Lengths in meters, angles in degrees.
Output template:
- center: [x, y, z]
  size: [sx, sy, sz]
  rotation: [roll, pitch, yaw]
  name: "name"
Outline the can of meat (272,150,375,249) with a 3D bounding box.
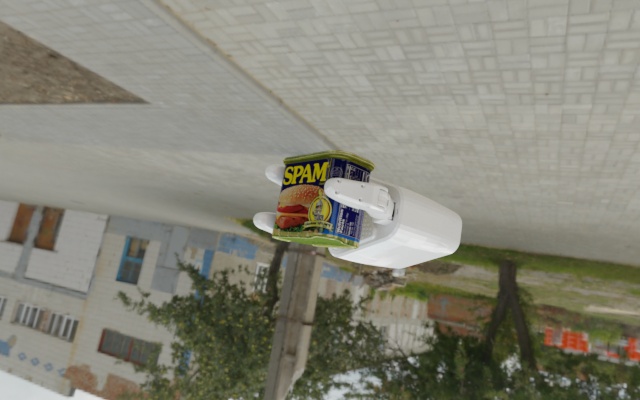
- center: [0.000, 0.002, 0.477]
  size: [0.057, 0.084, 0.102]
  rotation: [18, -13, -38]
  name: "can of meat"
